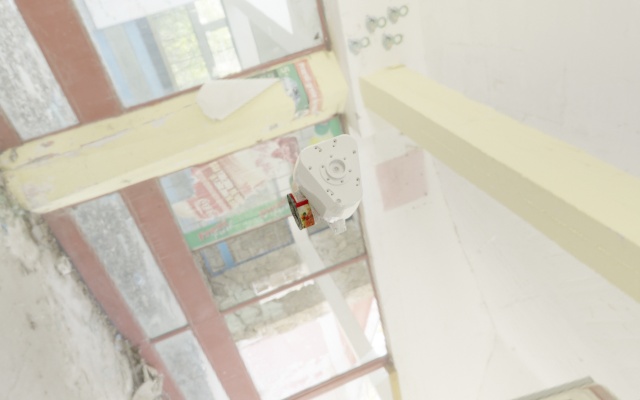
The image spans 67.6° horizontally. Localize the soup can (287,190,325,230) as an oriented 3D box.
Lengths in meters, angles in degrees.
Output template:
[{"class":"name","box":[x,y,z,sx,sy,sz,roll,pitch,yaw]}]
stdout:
[{"class":"soup can","box":[0.000,0.003,0.834,0.102,0.068,0.068,-21,4,-10]}]
